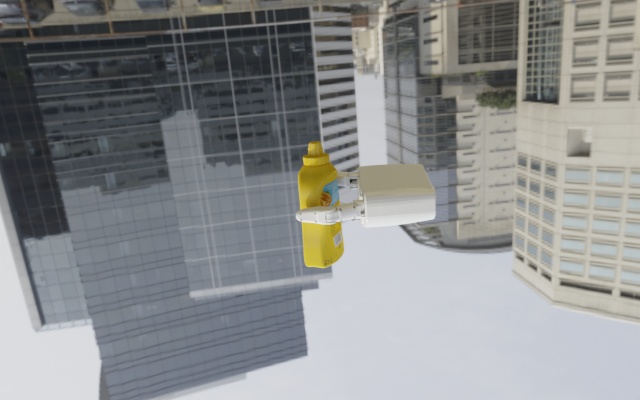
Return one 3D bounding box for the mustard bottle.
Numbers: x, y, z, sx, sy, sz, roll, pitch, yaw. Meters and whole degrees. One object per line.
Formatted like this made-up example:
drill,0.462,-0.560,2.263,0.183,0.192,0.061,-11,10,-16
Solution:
mustard bottle,0.000,0.003,0.756,0.058,0.192,0.096,2,17,24
